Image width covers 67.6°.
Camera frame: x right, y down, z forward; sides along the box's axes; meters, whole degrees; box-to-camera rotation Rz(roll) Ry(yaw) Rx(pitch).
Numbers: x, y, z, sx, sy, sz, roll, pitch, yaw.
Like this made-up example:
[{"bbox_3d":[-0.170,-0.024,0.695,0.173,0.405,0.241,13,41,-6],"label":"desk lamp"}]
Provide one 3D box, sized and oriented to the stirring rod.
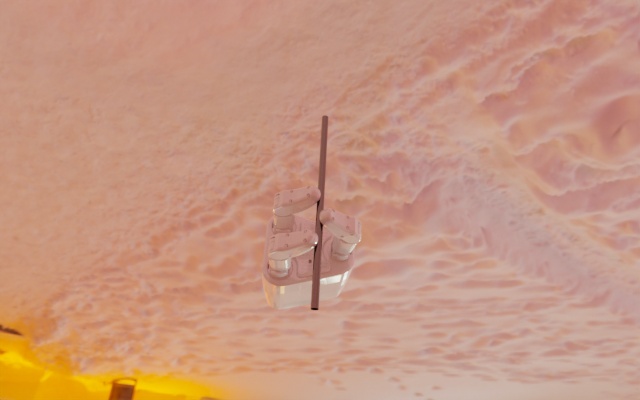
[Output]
[{"bbox_3d":[0.000,0.002,0.522,0.011,0.239,0.011,2,-31,1],"label":"stirring rod"}]
